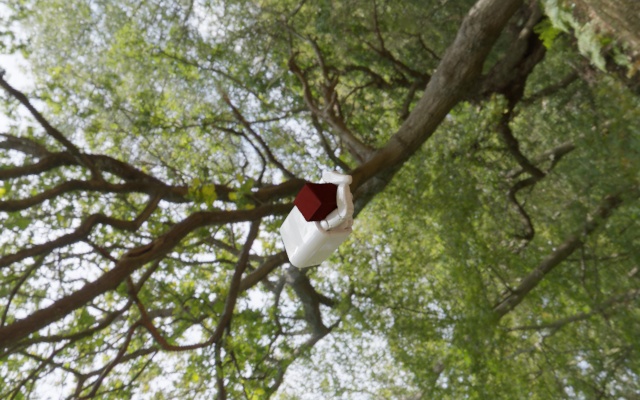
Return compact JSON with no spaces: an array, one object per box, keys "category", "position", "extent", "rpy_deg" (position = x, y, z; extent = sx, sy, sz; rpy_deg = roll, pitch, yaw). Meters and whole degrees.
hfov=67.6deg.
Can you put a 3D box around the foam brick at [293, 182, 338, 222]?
[{"category":"foam brick","position":[0.000,0.003,0.869],"extent":[0.078,0.053,0.051],"rpy_deg":[-2,-40,-49]}]
